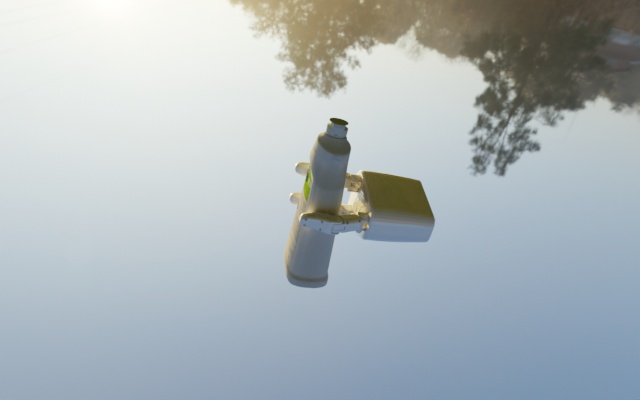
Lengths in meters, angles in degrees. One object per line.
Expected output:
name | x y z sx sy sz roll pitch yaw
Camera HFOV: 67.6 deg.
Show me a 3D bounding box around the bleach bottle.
bleach bottle | 0.000 0.002 0.714 0.068 0.251 0.102 6 28 -15
